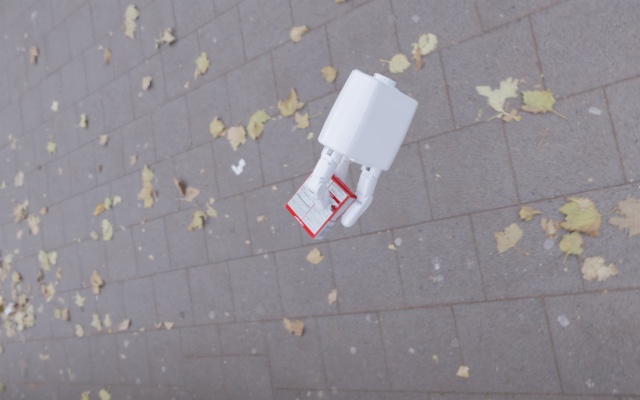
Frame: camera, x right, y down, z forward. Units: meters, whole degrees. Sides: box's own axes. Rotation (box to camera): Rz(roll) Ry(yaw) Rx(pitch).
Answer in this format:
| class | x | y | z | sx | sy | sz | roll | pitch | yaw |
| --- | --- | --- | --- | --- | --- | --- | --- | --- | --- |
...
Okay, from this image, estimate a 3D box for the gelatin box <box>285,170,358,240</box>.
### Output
| class | x | y | z | sx | sy | sz | roll | pitch | yaw |
| --- | --- | --- | --- | --- | --- | --- | --- | --- | --- |
| gelatin box | 0.000 | 0.003 | 0.708 | 0.073 | 0.089 | 0.030 | 47 | 16 | 26 |
